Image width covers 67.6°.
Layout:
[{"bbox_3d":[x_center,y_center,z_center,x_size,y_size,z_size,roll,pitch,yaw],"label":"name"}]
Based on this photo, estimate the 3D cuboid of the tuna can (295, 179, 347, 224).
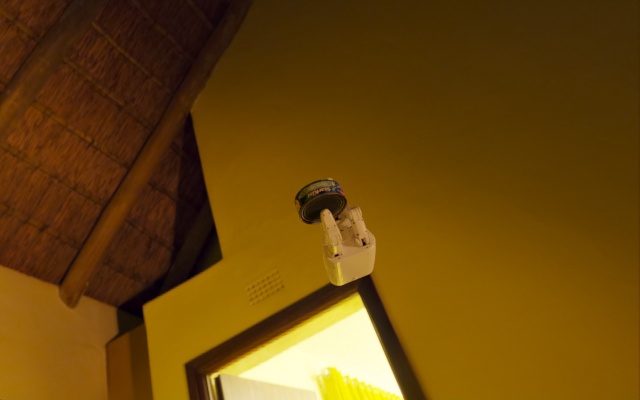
[{"bbox_3d":[0.000,0.002,0.813,0.086,0.033,0.086,-15,-33,-10],"label":"tuna can"}]
